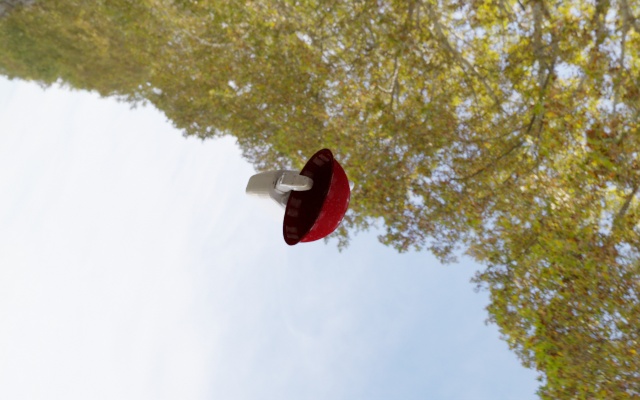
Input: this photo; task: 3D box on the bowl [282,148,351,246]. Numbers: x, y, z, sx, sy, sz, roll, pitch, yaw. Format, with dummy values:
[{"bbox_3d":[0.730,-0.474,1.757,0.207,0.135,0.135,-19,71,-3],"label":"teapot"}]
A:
[{"bbox_3d":[0.001,0.003,0.748,0.055,0.162,0.162,22,-8,-21],"label":"bowl"}]
